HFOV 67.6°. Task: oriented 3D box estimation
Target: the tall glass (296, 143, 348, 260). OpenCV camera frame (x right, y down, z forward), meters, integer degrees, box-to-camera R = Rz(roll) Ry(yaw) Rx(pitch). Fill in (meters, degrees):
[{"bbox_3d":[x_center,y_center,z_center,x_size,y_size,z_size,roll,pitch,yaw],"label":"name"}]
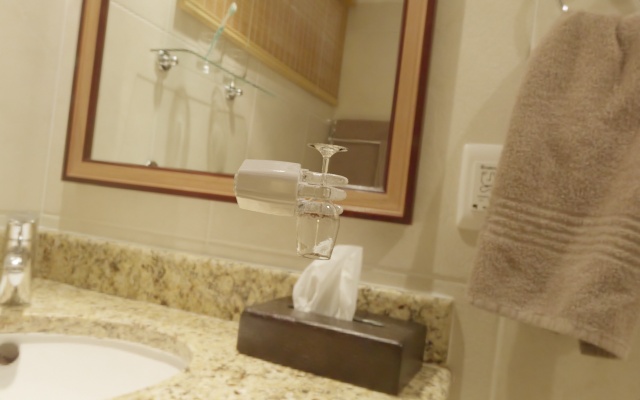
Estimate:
[{"bbox_3d":[0.000,0.002,0.855,0.079,0.201,0.079,7,0,0],"label":"tall glass"}]
